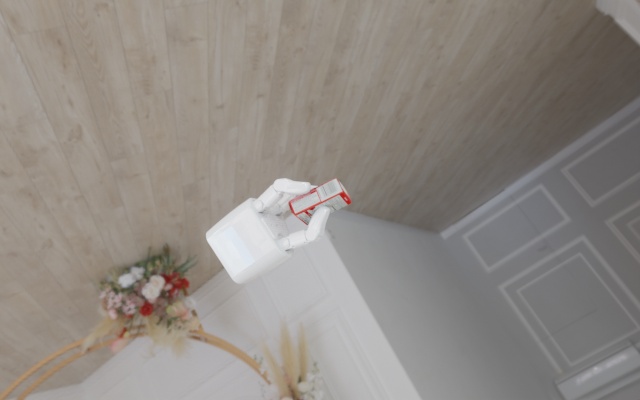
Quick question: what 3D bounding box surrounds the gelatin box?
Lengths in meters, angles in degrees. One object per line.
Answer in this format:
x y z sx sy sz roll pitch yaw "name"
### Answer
0.001 0.003 0.780 0.089 0.030 0.073 -26 -20 7 "gelatin box"
